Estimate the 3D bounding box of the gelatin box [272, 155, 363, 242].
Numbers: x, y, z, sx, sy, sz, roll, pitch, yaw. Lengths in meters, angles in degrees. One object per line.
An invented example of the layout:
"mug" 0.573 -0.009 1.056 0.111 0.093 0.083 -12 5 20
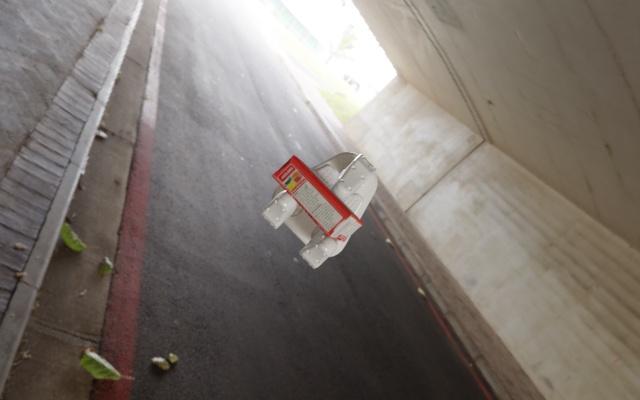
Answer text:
"gelatin box" 0.000 0.001 0.436 0.030 0.073 0.089 -44 -13 3
